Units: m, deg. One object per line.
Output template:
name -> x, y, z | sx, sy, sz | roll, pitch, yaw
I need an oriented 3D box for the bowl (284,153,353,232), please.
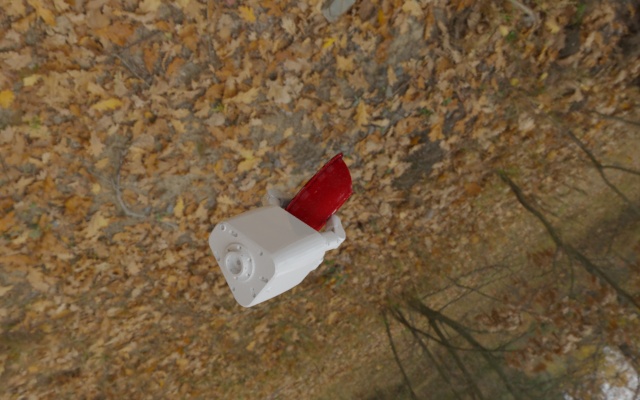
bowl -> 0.001, 0.002, 0.751 | 0.055, 0.162, 0.162 | 41, 4, 4
